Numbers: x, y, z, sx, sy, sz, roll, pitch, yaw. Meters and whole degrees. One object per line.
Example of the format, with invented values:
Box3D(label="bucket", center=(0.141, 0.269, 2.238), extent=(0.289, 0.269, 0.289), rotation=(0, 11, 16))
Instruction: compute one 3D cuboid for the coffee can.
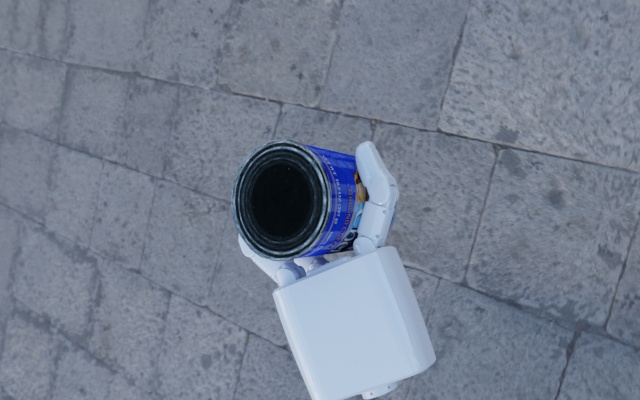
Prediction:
Box3D(label="coffee can", center=(0.000, 0.001, 0.457), extent=(0.103, 0.103, 0.140), rotation=(0, -1, 31))
